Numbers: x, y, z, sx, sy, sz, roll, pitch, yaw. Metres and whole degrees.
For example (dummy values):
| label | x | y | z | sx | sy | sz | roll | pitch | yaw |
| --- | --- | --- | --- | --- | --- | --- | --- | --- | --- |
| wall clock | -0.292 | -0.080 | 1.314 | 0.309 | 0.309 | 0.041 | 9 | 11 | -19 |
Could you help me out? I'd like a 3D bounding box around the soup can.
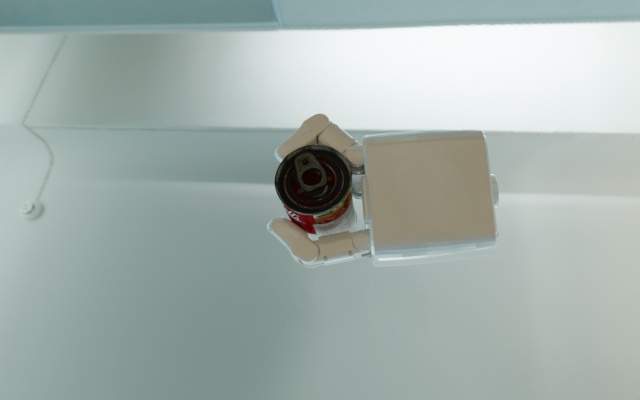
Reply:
| label | x | y | z | sx | sy | sz | roll | pitch | yaw |
| --- | --- | --- | --- | --- | --- | --- | --- | --- | --- |
| soup can | 0.000 | 0.002 | 0.456 | 0.068 | 0.068 | 0.102 | 0 | -24 | 8 |
